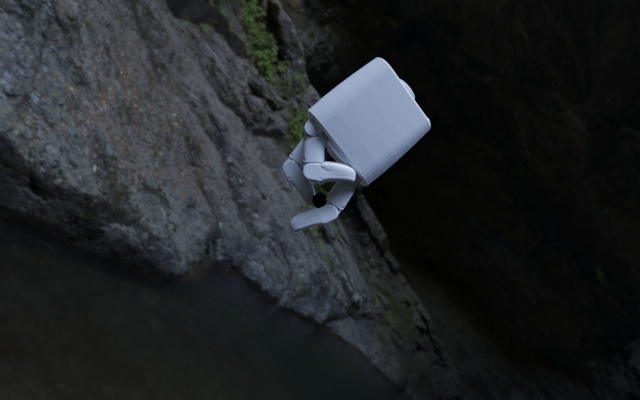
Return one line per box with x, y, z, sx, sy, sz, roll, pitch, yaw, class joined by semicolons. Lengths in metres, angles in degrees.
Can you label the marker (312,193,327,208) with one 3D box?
0.000;0.002;0.628;0.020;0.020;0.121;0;-2;1;marker
